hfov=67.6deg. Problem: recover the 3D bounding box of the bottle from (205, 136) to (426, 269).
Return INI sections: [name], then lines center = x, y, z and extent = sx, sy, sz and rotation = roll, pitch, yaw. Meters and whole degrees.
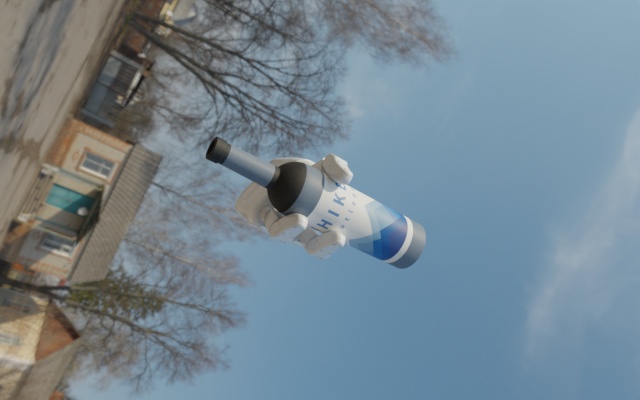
[bottle]
center = 0.000, 0.002, 0.580
extent = 0.296, 0.069, 0.069
rotation = 27, -13, -26
